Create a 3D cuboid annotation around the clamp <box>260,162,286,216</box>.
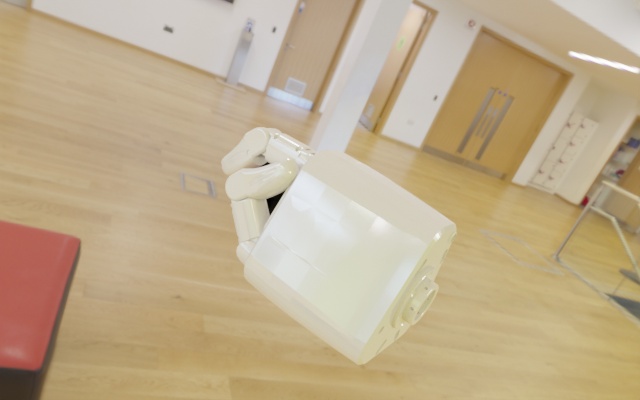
[{"bbox_3d":[0.000,0.001,0.442,0.120,0.039,0.171,33,21,26],"label":"clamp"}]
